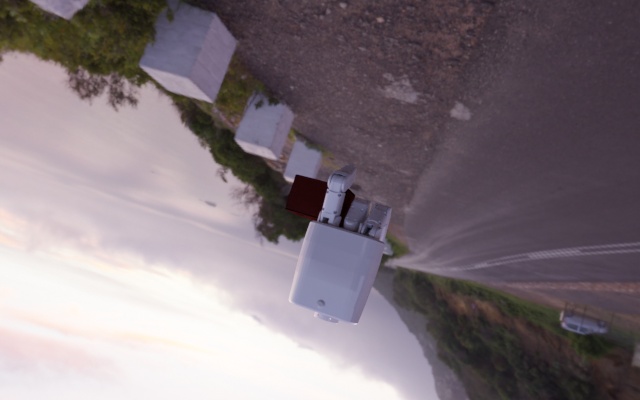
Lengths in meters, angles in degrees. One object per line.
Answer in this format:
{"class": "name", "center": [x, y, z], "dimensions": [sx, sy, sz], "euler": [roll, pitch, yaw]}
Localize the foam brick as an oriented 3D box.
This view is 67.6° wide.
{"class": "foam brick", "center": [0.000, 0.002, 0.649], "dimensions": [0.078, 0.051, 0.053], "euler": [16, -6, 18]}
